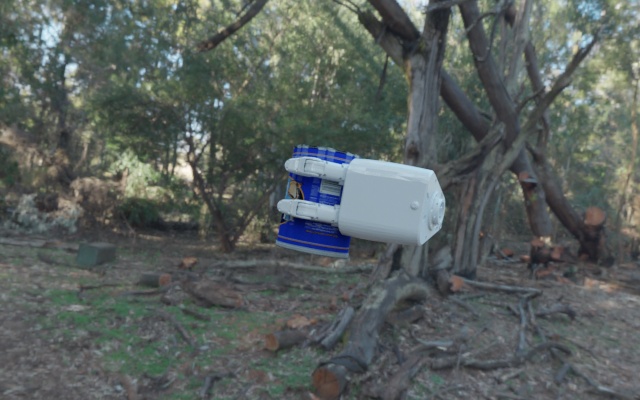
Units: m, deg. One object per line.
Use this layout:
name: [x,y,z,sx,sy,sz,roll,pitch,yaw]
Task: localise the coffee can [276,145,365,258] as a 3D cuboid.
coffee can: [0.000,0.002,0.668,0.103,0.140,0.103,10,-2,0]
